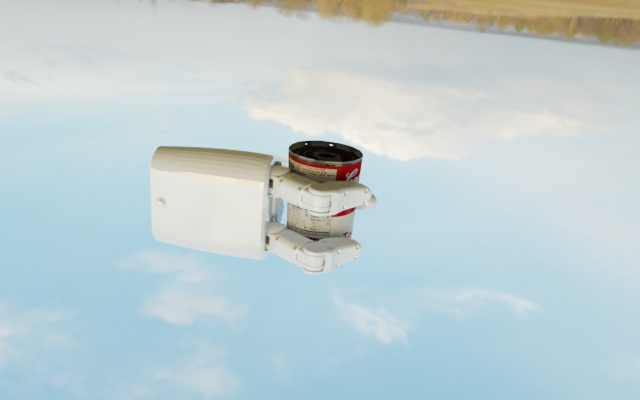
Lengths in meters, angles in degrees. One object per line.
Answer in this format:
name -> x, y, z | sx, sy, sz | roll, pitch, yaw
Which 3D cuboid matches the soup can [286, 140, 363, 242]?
soup can -> 0.001, 0.002, 0.451 | 0.068, 0.102, 0.068 | 5, 21, -2
